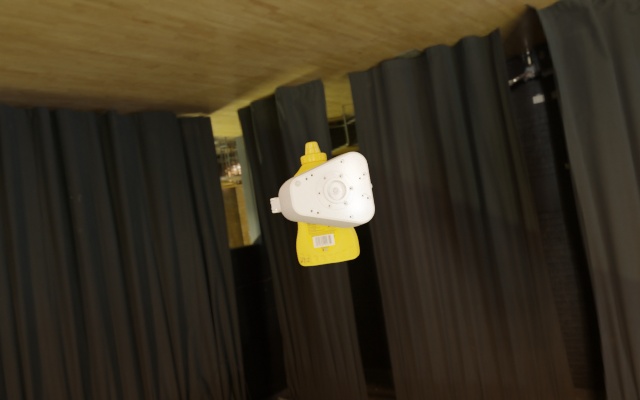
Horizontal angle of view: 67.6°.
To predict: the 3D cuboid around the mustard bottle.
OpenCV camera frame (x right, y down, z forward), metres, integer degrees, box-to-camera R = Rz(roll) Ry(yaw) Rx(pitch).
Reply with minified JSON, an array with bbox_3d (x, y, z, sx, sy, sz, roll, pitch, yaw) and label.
[{"bbox_3d":[0.000,0.003,0.757,0.096,0.191,0.058,-10,-2,12],"label":"mustard bottle"}]
